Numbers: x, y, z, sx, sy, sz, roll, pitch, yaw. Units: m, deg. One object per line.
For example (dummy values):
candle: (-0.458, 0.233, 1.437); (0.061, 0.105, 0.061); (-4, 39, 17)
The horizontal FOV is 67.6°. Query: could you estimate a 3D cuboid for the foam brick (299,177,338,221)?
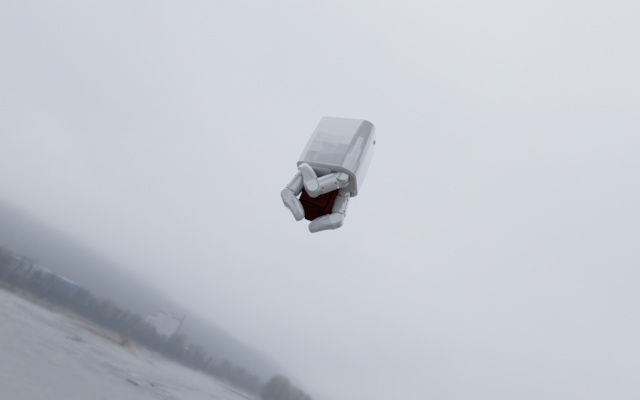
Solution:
foam brick: (0.000, 0.003, 0.822); (0.053, 0.051, 0.078); (18, -23, 15)
